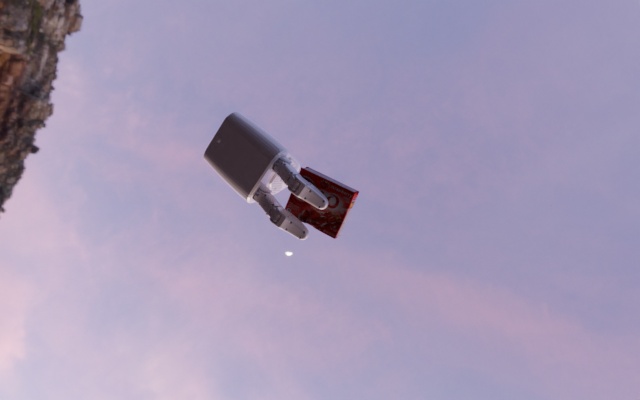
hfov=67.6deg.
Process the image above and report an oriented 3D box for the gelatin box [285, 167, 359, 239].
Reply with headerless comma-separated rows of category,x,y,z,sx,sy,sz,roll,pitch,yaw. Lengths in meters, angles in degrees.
gelatin box,0.001,0.002,0.684,0.089,0.073,0.030,26,13,13
